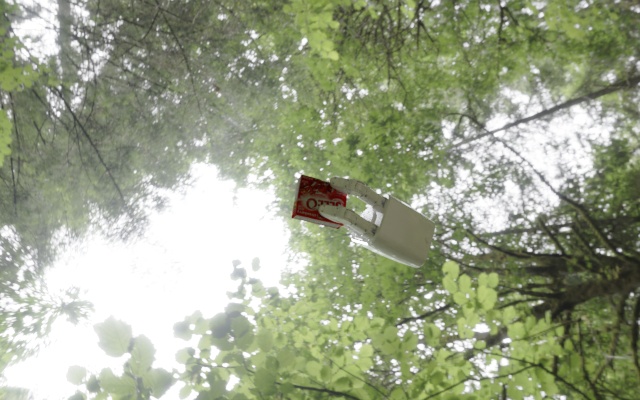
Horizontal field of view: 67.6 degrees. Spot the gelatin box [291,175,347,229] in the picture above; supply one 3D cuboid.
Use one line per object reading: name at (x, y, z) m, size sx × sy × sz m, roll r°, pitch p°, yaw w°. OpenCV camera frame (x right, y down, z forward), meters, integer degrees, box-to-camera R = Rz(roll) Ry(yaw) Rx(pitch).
gelatin box at (0.000, 0.003, 0.815) m, size 0.089 × 0.073 × 0.030 m, roll 14°, pitch -20°, yaw -15°
